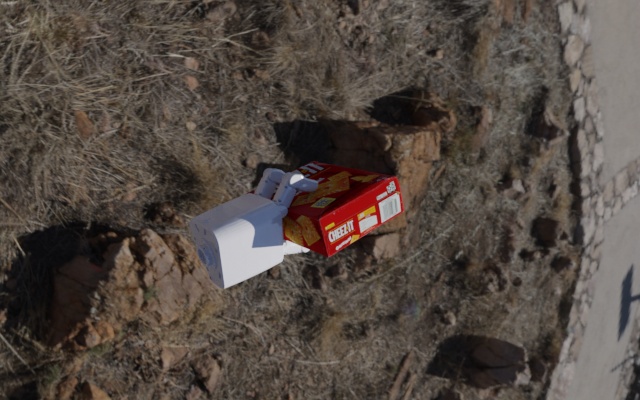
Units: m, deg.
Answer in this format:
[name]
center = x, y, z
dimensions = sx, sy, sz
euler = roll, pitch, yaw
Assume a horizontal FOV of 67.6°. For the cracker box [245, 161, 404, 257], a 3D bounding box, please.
[cracker box]
center = 0.000, 0.003, 0.779
dimensions = 0.164, 0.072, 0.213
euler = -28, 27, -31
